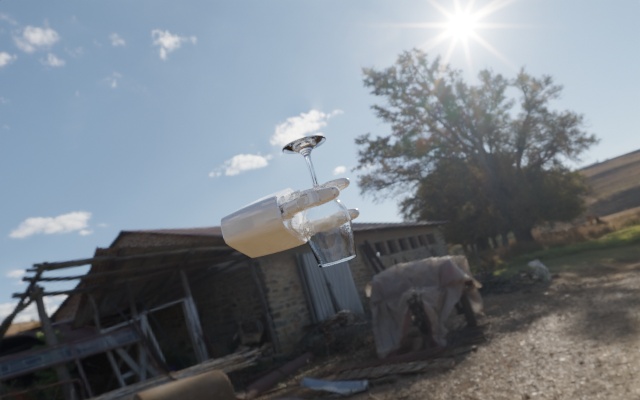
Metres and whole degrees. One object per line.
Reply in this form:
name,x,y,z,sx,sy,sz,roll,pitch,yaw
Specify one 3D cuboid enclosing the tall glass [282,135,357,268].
tall glass,0.000,0.002,0.762,0.079,0.201,0.079,-16,-10,-3
